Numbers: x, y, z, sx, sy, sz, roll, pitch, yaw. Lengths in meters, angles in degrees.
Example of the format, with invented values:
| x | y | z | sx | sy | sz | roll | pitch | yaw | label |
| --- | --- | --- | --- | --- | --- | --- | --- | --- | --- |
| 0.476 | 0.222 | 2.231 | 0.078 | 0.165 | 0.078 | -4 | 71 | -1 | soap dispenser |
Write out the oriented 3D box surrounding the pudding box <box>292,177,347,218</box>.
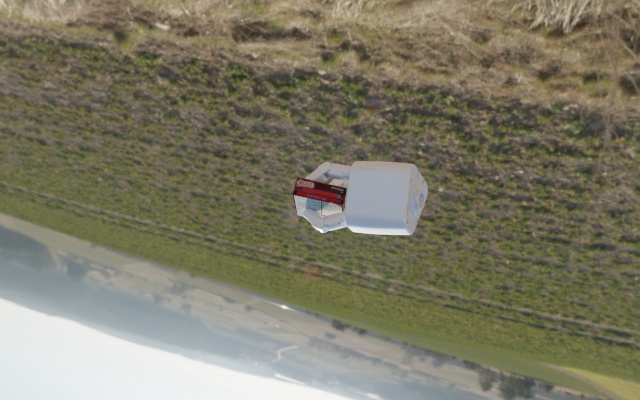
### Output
| x | y | z | sx | sy | sz | roll | pitch | yaw | label |
| --- | --- | --- | --- | --- | --- | --- | --- | --- | --- |
| 0.000 | 0.003 | 0.850 | 0.090 | 0.039 | 0.113 | 14 | -21 | 6 | pudding box |
